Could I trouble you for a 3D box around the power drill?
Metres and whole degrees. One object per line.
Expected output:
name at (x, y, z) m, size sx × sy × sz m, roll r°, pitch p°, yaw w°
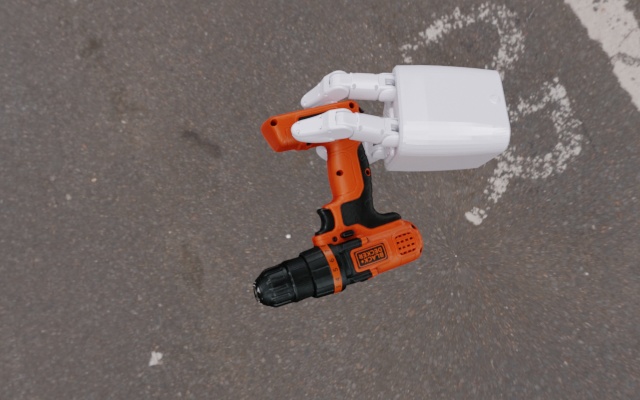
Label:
power drill at (0.000, 0.001, 0.494) m, size 0.184 × 0.187 × 0.057 m, roll -16°, pitch -1°, yaw -18°
